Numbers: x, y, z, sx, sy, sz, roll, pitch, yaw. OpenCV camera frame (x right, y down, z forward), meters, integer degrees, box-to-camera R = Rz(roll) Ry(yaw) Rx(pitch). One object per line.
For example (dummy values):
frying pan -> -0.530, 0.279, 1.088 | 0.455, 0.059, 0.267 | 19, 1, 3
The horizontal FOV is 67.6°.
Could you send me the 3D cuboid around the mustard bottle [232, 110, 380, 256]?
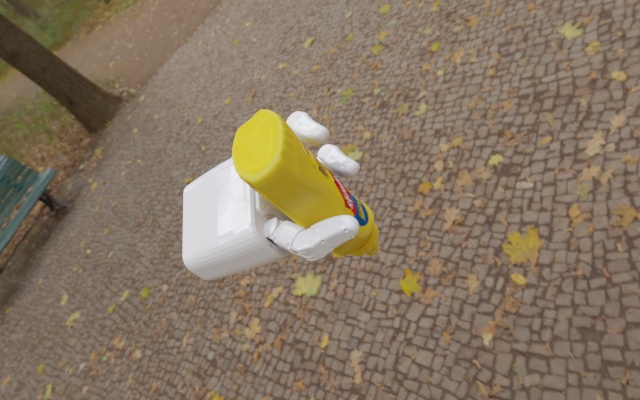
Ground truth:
mustard bottle -> 0.000, 0.001, 0.462 | 0.192, 0.058, 0.096 | 43, 13, -37
